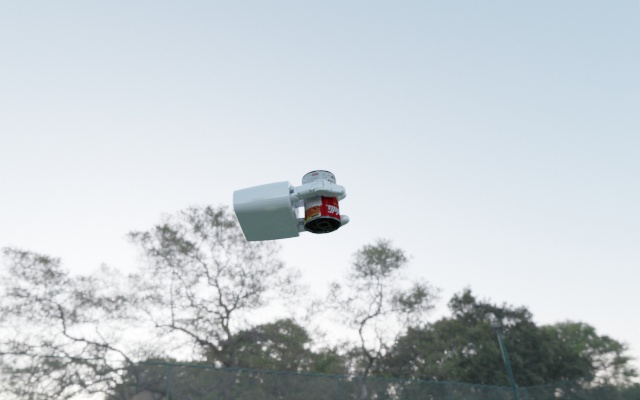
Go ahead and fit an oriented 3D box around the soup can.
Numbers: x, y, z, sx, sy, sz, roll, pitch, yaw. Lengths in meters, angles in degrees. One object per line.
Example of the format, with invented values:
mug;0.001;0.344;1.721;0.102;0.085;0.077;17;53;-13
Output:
soup can;0.001;0.003;0.888;0.068;0.102;0.068;-4;-29;-2
